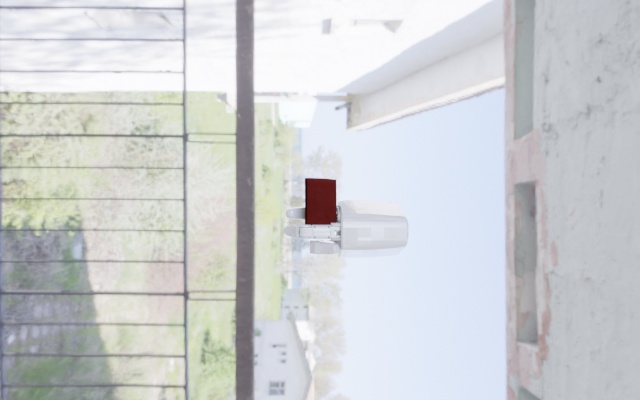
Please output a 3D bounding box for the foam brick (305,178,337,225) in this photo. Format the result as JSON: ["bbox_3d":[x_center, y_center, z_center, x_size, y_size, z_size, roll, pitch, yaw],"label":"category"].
[{"bbox_3d":[0.000,0.002,0.790,0.051,0.078,0.053,0,0,0],"label":"foam brick"}]
